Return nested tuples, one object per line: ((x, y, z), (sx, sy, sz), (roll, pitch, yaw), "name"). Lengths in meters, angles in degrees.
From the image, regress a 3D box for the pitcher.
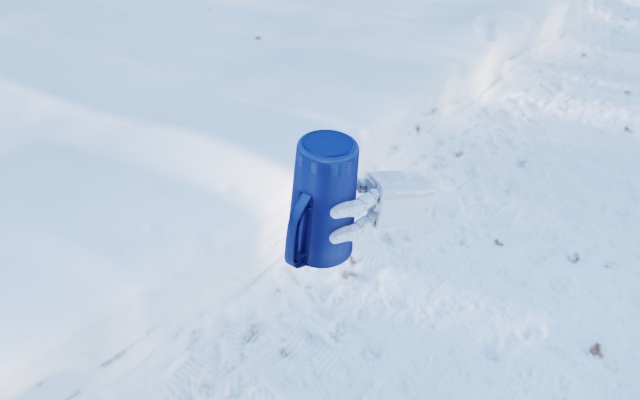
((0.000, 0.003, 0.873), (0.145, 0.243, 0.149), (-4, 38, -10), "pitcher")
